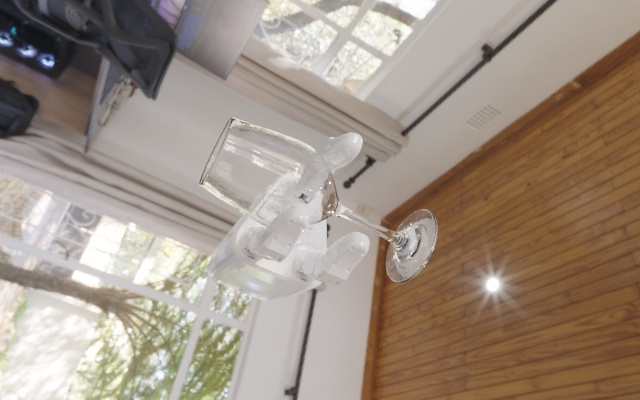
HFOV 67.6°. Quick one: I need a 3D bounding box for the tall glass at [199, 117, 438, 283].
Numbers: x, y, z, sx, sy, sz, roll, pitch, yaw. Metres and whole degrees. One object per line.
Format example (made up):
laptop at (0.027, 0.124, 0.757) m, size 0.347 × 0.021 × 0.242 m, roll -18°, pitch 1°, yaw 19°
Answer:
tall glass at (0.001, 0.002, 0.417) m, size 0.201 × 0.079 × 0.079 m, roll 26°, pitch -9°, yaw -19°
